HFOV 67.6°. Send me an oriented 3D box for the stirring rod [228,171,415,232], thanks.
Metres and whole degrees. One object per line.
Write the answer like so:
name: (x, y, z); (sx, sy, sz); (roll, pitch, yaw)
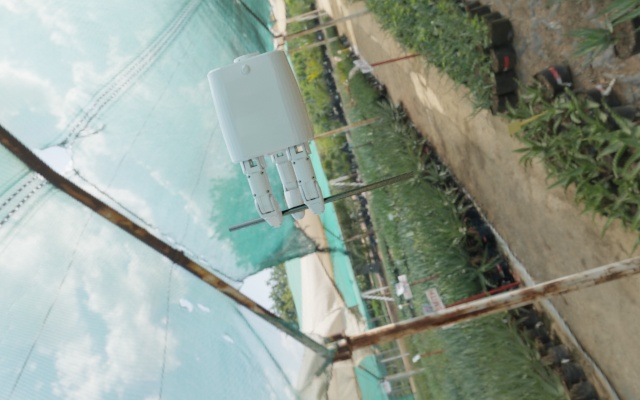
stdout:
stirring rod: (0.000, 0.002, 0.597); (0.239, 0.011, 0.011); (-17, -1, 3)
